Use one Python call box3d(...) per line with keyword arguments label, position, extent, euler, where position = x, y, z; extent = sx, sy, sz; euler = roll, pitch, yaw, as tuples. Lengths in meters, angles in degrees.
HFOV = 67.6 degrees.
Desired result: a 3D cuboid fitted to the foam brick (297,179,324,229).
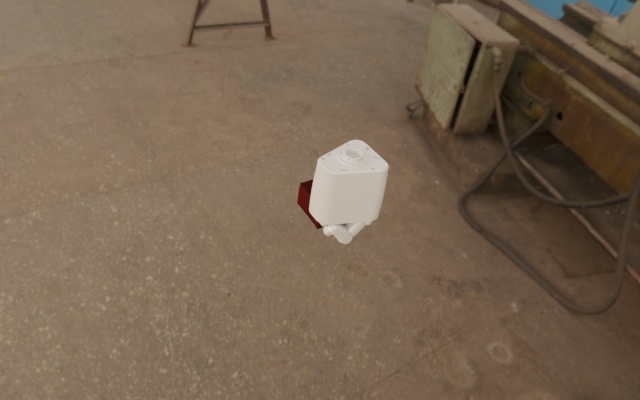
box3d(label="foam brick", position=(0.000, 0.003, 0.864), extent=(0.053, 0.051, 0.078), euler=(-17, 46, -27))
